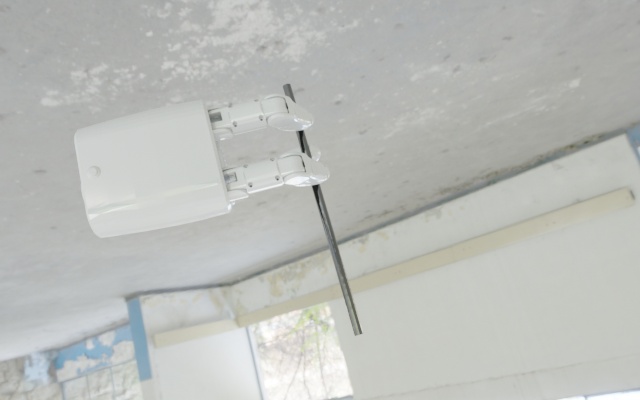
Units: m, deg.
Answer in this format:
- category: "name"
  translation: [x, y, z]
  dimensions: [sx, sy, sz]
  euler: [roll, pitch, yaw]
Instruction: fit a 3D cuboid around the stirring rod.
- category: "stirring rod"
  translation: [0.000, 0.001, 0.432]
  dimensions: [0.011, 0.239, 0.011]
  euler: [-15, -14, -4]
